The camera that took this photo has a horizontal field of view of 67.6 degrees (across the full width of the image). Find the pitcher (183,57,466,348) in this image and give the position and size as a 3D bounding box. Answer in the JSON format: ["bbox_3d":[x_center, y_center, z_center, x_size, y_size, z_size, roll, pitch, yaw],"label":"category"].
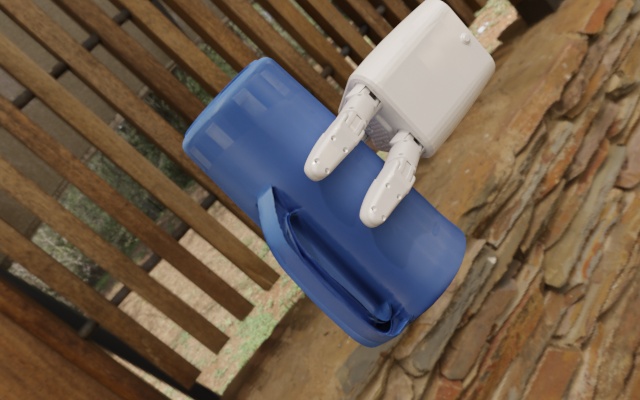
[{"bbox_3d":[0.000,0.001,0.416,0.243,0.145,0.149,43,-12,-12],"label":"pitcher"}]
